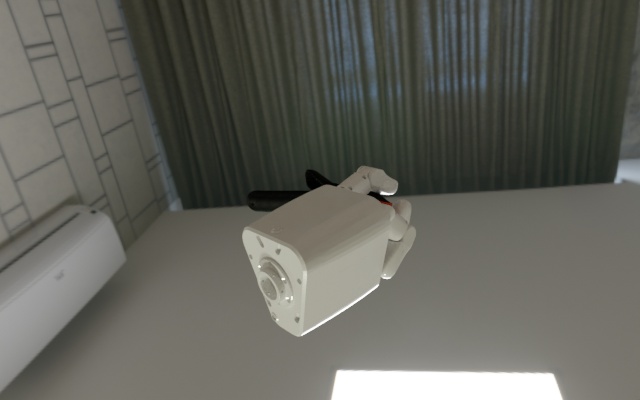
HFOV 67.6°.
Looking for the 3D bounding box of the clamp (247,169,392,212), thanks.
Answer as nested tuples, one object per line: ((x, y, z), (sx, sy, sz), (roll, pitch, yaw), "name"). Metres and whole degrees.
((0.000, 0.002, 0.554), (0.120, 0.039, 0.171), (-26, 29, -35), "clamp")
